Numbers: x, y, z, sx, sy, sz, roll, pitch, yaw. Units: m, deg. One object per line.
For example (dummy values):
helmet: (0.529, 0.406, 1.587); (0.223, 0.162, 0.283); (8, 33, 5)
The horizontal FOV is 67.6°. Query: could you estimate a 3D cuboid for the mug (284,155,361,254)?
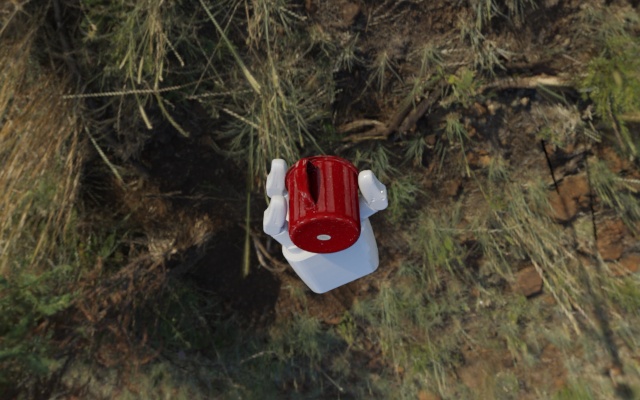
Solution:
mug: (0.000, 0.001, 0.542); (0.093, 0.081, 0.117); (-13, -38, 14)
